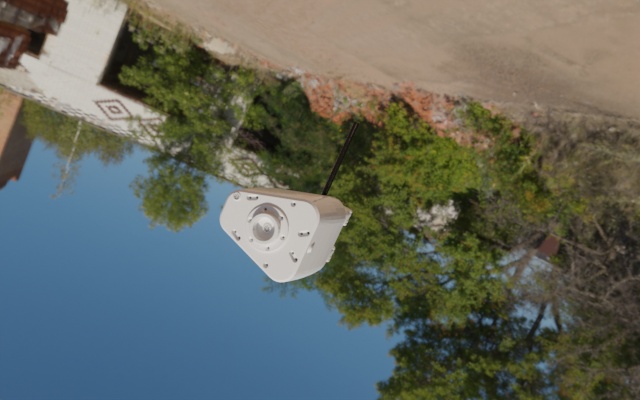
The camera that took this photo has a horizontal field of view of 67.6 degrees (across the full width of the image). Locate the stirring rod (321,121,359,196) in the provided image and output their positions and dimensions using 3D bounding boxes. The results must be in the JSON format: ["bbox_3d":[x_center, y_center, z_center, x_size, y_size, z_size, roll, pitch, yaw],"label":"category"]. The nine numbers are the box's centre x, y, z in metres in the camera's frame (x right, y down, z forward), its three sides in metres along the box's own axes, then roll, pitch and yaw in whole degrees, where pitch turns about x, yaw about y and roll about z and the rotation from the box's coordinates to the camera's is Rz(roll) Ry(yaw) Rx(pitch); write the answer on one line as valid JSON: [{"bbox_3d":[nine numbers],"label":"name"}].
[{"bbox_3d":[0.000,0.002,0.665,0.011,0.239,0.011,24,7,-3],"label":"stirring rod"}]
